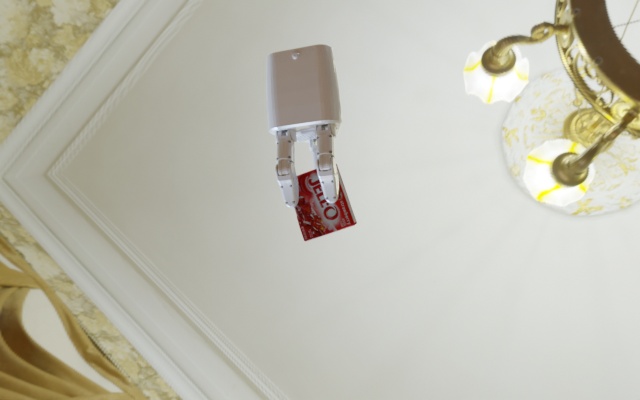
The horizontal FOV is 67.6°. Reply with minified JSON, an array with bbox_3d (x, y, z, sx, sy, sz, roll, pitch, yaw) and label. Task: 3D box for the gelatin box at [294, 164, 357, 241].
[{"bbox_3d":[0.000,0.002,0.645,0.073,0.089,0.030,-19,-2,12],"label":"gelatin box"}]
